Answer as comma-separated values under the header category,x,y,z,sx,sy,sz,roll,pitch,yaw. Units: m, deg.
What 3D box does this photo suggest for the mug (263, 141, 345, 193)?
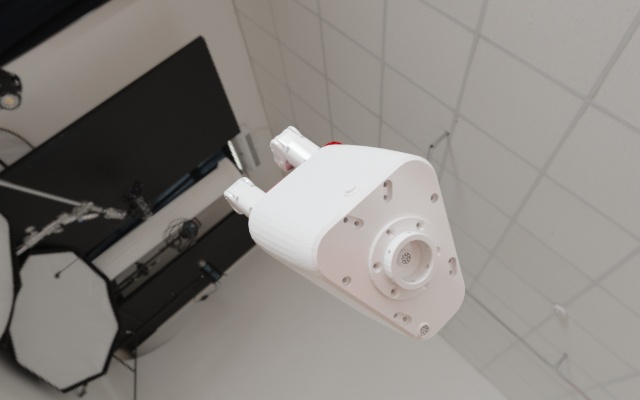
category,x,y,z,sx,sy,sz,roll,pitch,yaw
mug,0.000,0.001,0.429,0.081,0.093,0.117,-40,22,-14
